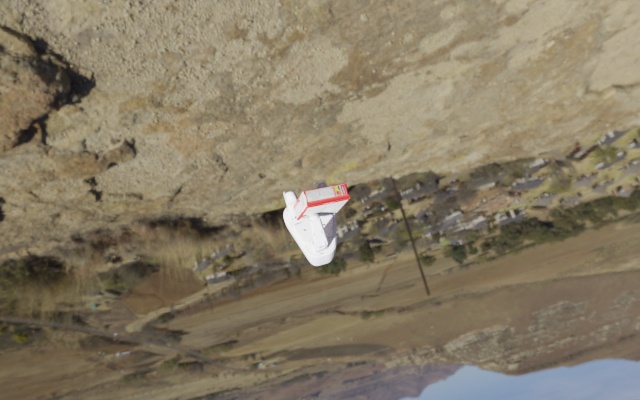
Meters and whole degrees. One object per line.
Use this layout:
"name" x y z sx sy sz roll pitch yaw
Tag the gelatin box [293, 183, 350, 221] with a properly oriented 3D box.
"gelatin box" 0.000 0.003 0.781 0.073 0.030 0.089 -11 -14 -16
